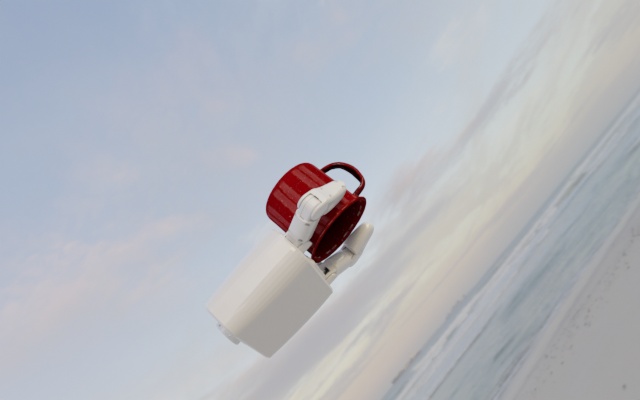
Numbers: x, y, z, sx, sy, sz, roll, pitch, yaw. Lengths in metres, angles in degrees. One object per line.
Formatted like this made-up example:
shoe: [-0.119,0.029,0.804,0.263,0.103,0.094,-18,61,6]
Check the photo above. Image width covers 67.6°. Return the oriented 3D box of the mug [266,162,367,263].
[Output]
mug: [0.001,0.001,0.547,0.081,0.117,0.093,38,-13,19]
